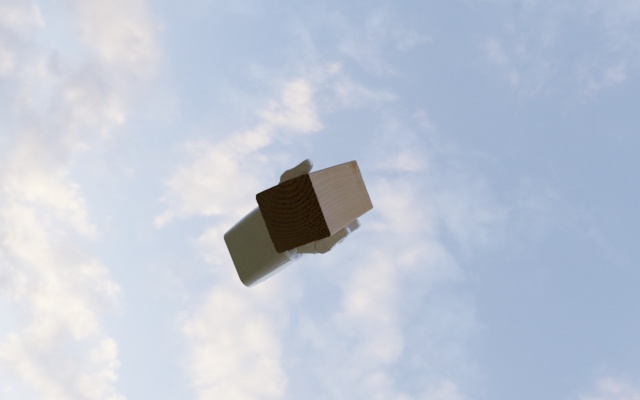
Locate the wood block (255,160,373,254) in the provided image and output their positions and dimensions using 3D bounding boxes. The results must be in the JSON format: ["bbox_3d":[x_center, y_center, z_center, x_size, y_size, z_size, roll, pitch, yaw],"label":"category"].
[{"bbox_3d":[0.000,0.002,0.731,0.090,0.091,0.206,-21,2,24],"label":"wood block"}]
